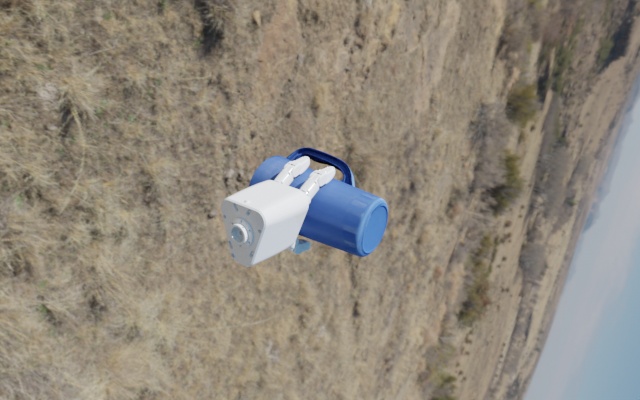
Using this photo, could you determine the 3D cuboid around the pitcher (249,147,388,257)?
[{"bbox_3d":[0.000,0.003,0.873,0.243,0.149,0.145,20,25,29],"label":"pitcher"}]
